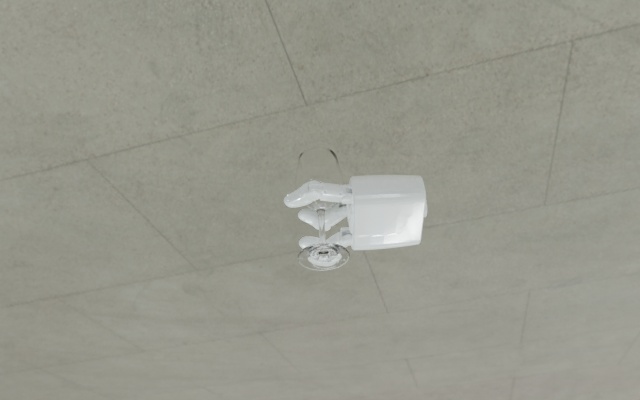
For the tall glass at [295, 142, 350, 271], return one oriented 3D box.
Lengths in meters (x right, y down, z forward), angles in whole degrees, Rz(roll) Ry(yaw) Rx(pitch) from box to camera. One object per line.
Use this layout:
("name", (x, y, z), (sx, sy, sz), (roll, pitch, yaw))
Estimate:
("tall glass", (0.000, 0.003, 0.737), (0.079, 0.200, 0.079), (-2, -37, -2))
